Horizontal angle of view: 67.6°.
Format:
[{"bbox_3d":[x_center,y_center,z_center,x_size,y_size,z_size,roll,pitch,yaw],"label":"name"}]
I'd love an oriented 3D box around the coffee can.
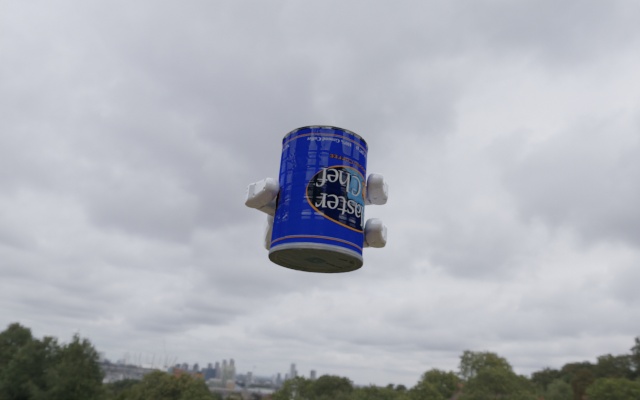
[{"bbox_3d":[0.000,0.002,0.537,0.103,0.140,0.103,4,-21,2],"label":"coffee can"}]
